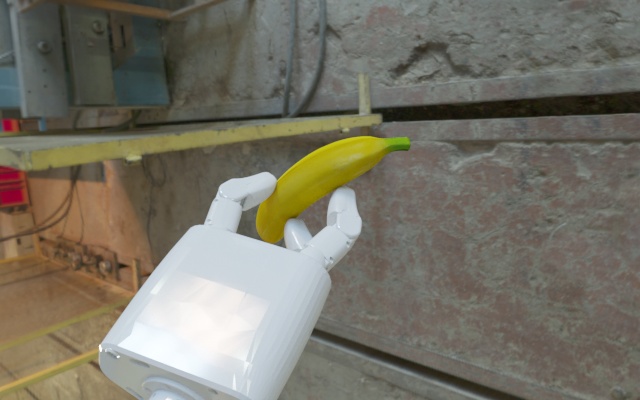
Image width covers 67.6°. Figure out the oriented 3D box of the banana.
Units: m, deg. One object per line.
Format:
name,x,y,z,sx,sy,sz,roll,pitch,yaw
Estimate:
banana,-0.012,-0.005,0.436,0.070,0.037,0.198,21,-40,-37
